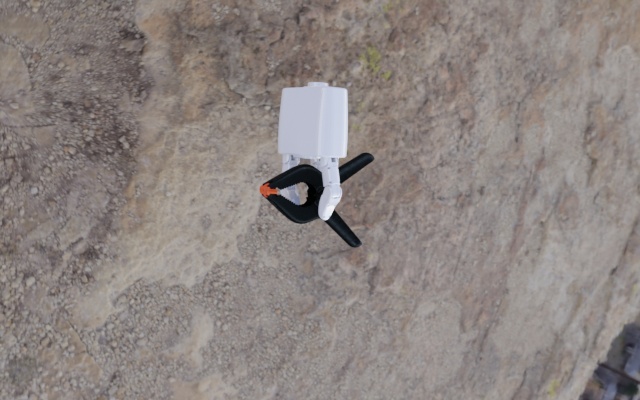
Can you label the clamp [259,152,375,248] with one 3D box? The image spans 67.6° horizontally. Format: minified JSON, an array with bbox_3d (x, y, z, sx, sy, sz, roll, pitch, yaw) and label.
[{"bbox_3d":[0.000,0.002,0.777,0.210,0.164,0.036,-3,7,-34],"label":"clamp"}]
